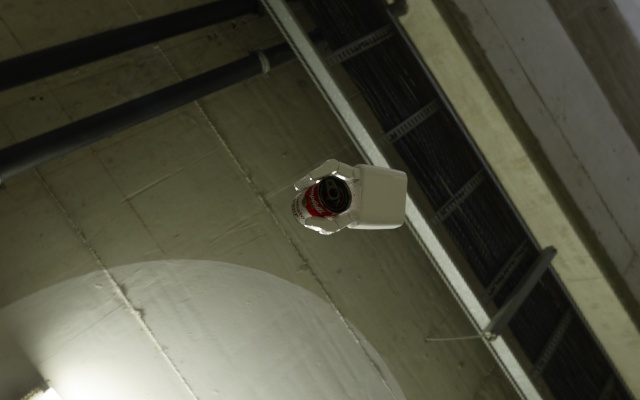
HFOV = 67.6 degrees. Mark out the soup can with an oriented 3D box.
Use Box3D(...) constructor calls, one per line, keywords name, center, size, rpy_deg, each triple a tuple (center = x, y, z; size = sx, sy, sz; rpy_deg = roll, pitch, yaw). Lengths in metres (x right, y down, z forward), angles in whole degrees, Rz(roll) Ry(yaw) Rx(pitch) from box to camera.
Box3D(name="soup can", center=(0.000, 0.003, 0.850), size=(0.068, 0.068, 0.102), rpy_deg=(0, -16, -31))
